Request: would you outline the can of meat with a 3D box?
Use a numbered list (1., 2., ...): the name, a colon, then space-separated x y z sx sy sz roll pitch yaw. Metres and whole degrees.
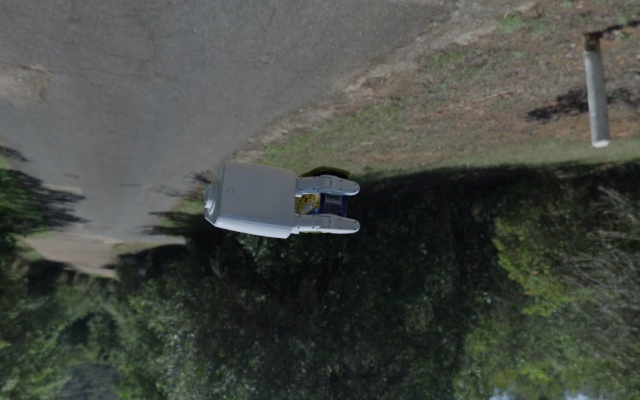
1. can of meat: 0.000 0.003 0.729 0.057 0.084 0.102 11 -15 -27
